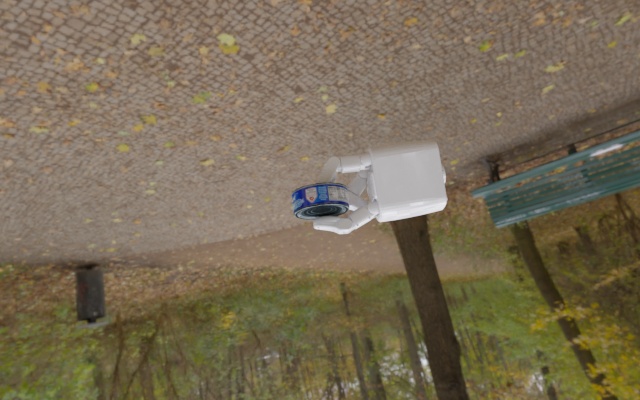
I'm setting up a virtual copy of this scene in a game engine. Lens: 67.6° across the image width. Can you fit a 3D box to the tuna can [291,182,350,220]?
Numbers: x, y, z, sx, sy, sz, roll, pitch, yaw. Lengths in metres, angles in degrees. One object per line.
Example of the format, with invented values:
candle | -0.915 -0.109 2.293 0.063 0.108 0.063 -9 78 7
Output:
tuna can | 0.000 0.003 0.716 0.086 0.033 0.086 -6 -16 -2
